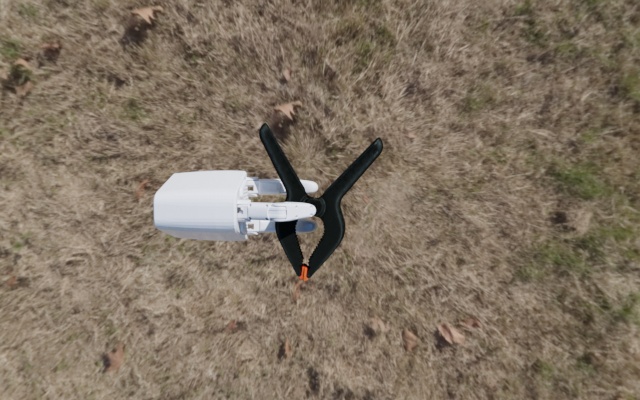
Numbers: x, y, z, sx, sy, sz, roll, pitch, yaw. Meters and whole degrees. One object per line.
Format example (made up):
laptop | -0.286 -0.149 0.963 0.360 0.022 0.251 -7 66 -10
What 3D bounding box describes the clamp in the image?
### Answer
clamp | 0.000 0.003 0.640 0.164 0.210 0.036 1 5 2
